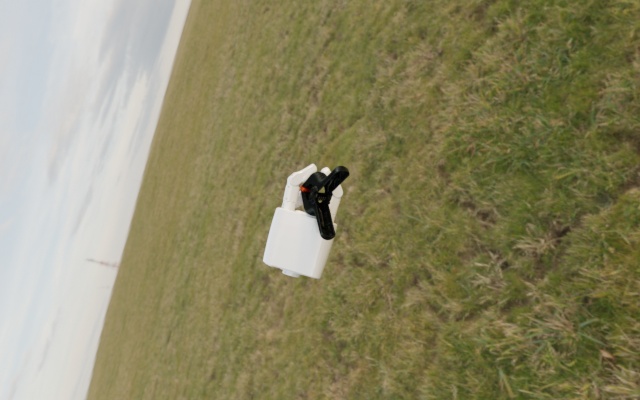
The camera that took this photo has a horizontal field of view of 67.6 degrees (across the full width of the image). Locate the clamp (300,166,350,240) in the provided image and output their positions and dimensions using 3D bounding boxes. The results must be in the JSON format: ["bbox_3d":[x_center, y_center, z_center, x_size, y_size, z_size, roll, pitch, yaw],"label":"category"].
[{"bbox_3d":[0.000,0.002,0.821,0.039,0.120,0.171,17,-4,-17],"label":"clamp"}]
